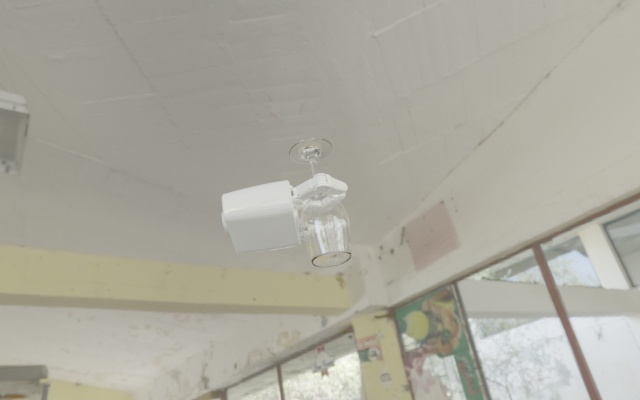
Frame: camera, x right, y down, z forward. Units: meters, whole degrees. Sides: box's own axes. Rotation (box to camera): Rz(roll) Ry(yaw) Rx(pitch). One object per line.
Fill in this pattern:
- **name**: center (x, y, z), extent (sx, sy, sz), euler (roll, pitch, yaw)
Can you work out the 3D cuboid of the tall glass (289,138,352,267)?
- **tall glass**: center (0.000, 0.002, 0.764), extent (0.079, 0.201, 0.079), euler (-9, -27, -5)
